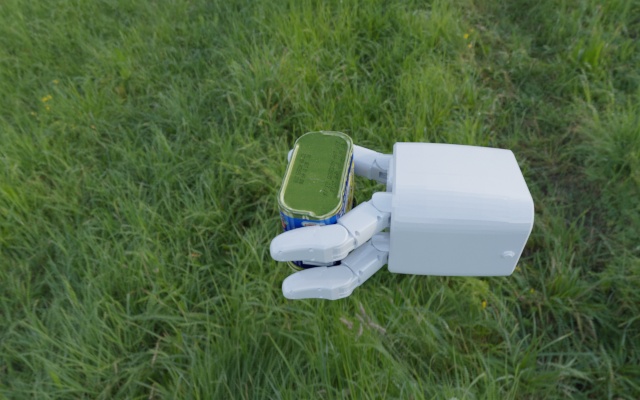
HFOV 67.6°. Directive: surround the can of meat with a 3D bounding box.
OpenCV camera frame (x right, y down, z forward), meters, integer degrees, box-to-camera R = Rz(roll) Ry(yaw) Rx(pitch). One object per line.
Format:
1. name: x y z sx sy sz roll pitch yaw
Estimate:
1. can of meat: 0.000 0.001 0.420 0.057 0.102 0.084 5 -39 9
